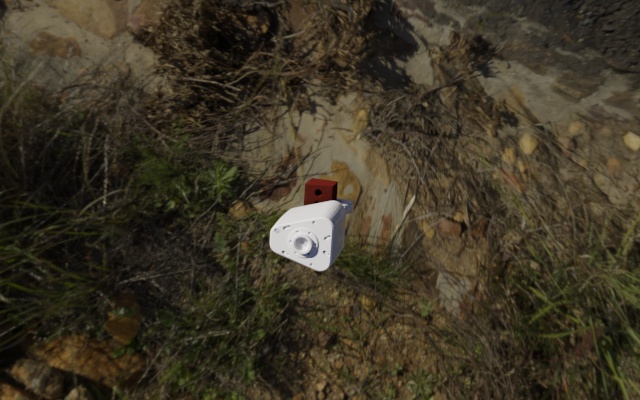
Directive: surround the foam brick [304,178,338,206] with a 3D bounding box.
[{"bbox_3d":[0.000,0.003,0.881,0.053,0.078,0.051,6,13,12],"label":"foam brick"}]
